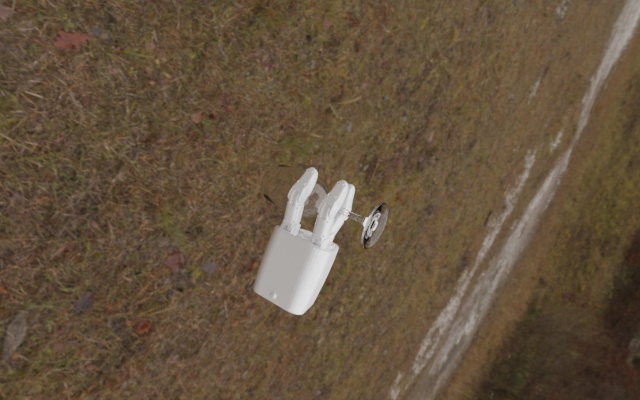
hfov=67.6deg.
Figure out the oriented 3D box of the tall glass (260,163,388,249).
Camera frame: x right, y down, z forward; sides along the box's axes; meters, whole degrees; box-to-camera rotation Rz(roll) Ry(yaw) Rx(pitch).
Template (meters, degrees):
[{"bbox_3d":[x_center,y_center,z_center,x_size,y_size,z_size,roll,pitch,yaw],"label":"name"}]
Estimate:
[{"bbox_3d":[0.001,0.003,0.748,0.201,0.079,0.079,24,11,27],"label":"tall glass"}]
